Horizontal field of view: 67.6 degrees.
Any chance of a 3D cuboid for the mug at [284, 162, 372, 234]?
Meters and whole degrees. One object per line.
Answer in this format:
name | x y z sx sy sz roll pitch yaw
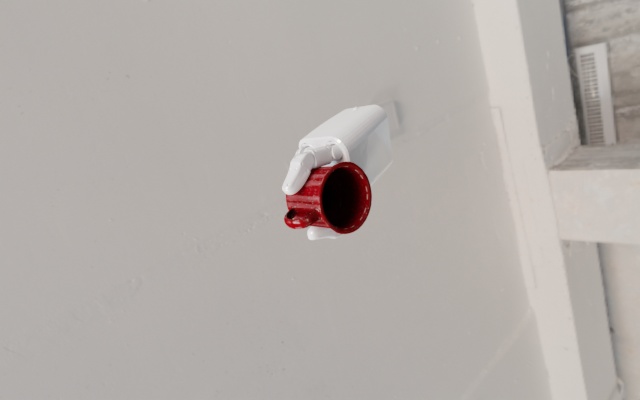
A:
mug | -0.001 0.003 0.632 0.081 0.093 0.117 3 35 49
